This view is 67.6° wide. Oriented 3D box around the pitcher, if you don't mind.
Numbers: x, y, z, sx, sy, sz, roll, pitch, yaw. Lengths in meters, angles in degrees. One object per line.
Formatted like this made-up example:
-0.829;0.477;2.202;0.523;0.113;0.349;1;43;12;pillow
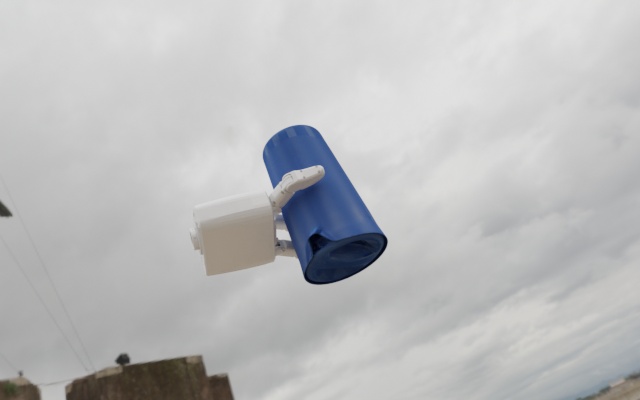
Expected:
0.000;0.002;0.756;0.145;0.242;0.149;-12;-34;-21;pitcher
